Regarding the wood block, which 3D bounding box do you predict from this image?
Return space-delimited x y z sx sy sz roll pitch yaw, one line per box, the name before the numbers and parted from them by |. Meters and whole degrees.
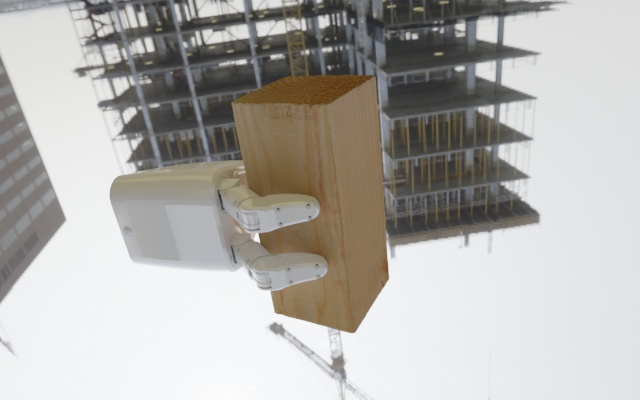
wood block | 0.000 0.001 0.427 0.090 0.206 0.090 7 30 27
